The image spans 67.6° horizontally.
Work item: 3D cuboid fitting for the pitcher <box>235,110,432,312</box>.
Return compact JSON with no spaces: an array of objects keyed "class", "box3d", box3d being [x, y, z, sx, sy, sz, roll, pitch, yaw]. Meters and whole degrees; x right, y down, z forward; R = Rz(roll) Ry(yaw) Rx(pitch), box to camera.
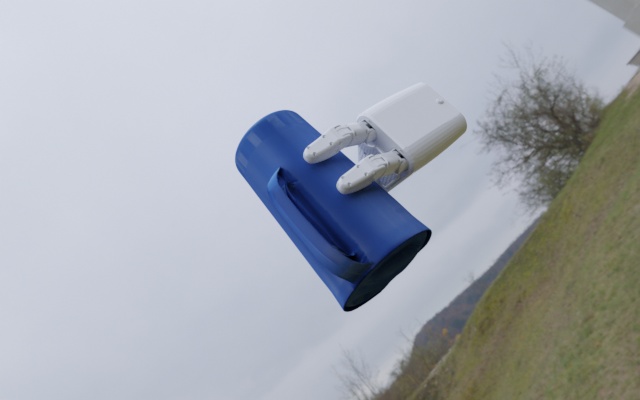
[{"class":"pitcher","box3d":[0.000,0.002,0.568,0.145,0.242,0.149,-33,-24,-23]}]
